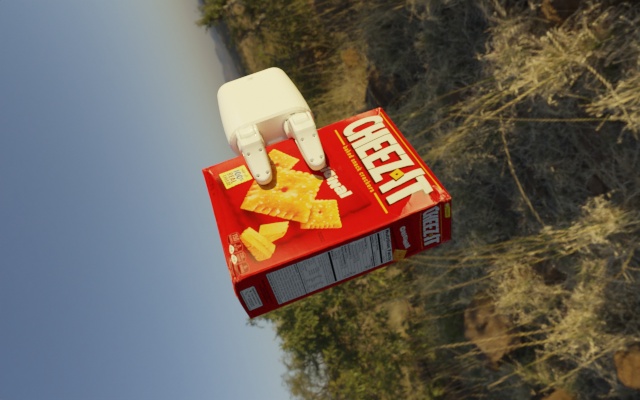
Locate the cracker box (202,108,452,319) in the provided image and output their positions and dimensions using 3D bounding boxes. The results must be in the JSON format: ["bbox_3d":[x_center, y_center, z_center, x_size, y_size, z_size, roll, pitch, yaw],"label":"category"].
[{"bbox_3d":[0.000,0.002,0.492,0.213,0.072,0.164,-21,47,-6],"label":"cracker box"}]
